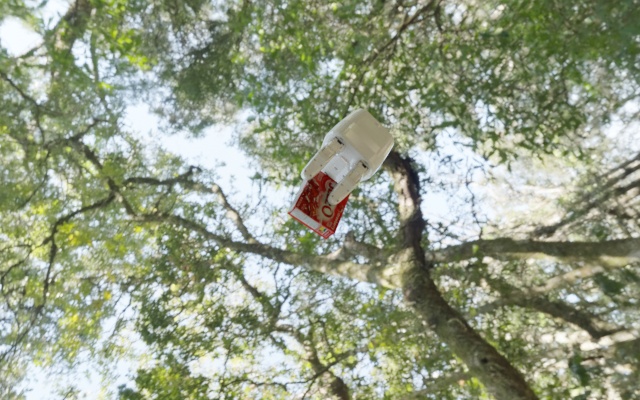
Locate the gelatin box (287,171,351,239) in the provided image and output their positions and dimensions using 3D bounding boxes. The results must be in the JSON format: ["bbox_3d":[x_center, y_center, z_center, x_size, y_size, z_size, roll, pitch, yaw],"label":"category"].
[{"bbox_3d":[0.000,0.003,0.720,0.073,0.089,0.030,35,-40,-12],"label":"gelatin box"}]
